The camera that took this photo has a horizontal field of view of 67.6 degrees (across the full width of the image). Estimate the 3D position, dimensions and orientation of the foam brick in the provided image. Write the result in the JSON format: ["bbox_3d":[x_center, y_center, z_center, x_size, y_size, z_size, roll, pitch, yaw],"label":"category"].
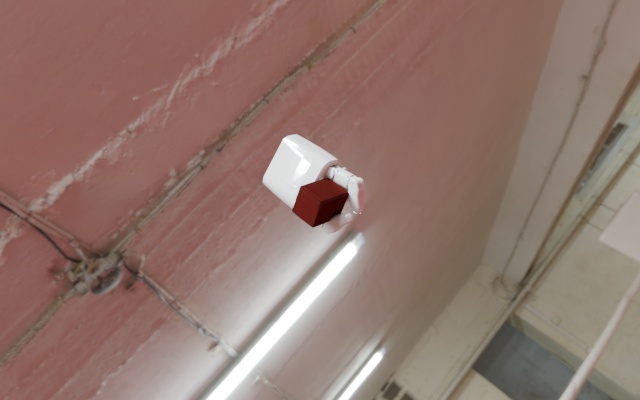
[{"bbox_3d":[0.000,0.003,0.800,0.051,0.053,0.078,37,33,25],"label":"foam brick"}]
